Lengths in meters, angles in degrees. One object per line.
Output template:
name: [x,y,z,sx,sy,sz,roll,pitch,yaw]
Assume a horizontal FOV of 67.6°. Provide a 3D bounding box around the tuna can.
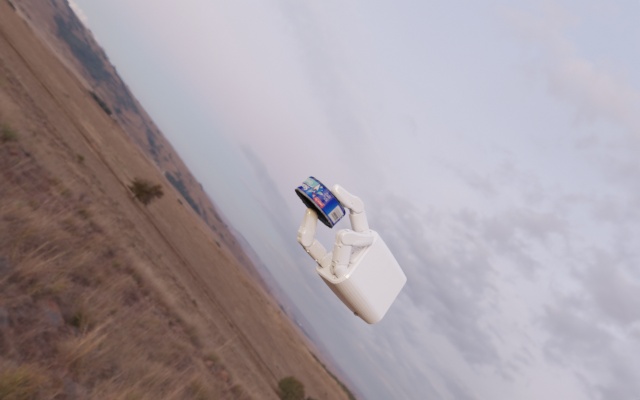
tuna can: [0.000,0.002,0.756,0.034,0.086,0.086,-43,8,-9]
